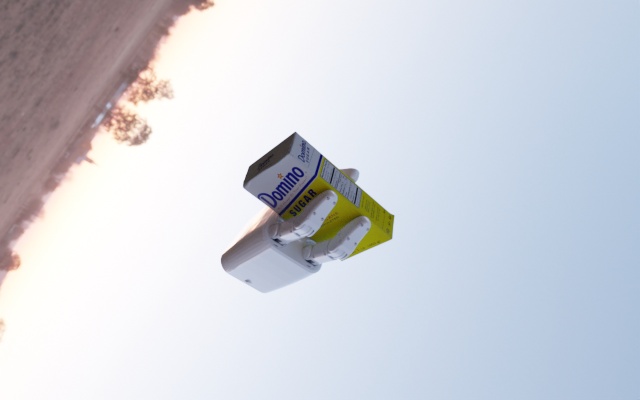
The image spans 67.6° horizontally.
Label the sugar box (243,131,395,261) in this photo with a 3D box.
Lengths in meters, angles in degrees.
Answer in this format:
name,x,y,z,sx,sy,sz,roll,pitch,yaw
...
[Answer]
name,x,y,z,sx,sy,sz,roll,pitch,yaw
sugar box,0.000,0.002,0.588,0.176,0.048,0.093,36,-46,-26
